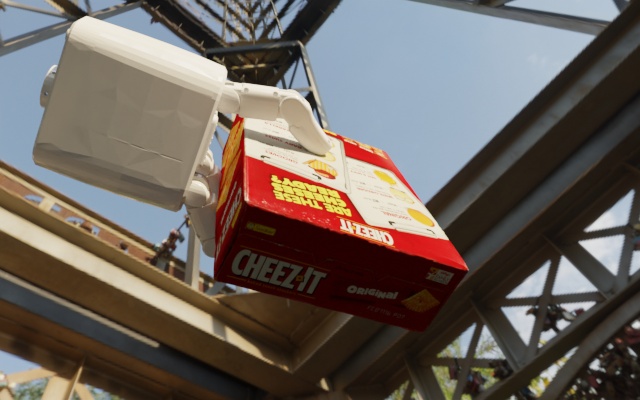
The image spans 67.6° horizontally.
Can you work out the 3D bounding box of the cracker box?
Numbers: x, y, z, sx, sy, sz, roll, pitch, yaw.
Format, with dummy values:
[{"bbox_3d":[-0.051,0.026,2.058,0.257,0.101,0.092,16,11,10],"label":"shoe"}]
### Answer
[{"bbox_3d":[0.000,0.001,0.404,0.164,0.072,0.213,18,24,-18],"label":"cracker box"}]
